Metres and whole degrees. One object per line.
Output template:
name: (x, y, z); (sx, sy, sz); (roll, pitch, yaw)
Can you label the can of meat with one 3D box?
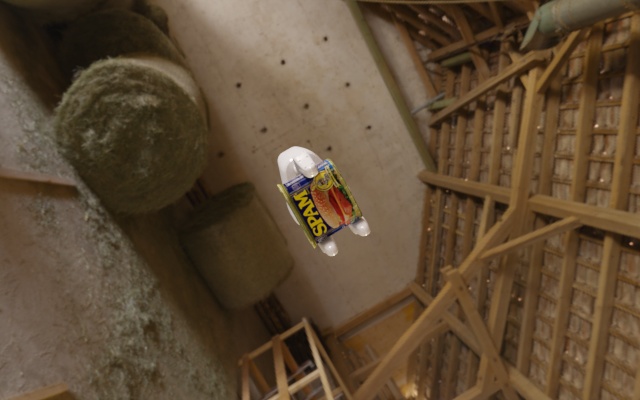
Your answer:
can of meat: (0.000, 0.002, 0.682); (0.084, 0.102, 0.057); (-30, 14, -5)
